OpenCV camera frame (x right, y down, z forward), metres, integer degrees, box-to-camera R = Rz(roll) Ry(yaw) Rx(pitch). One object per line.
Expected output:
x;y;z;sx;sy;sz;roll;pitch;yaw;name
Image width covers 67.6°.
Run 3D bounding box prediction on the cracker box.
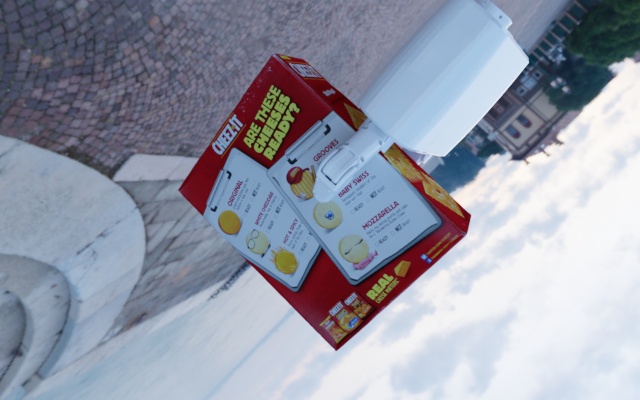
0.000;0.002;0.436;0.164;0.213;0.072;-49;-7;23;cracker box
